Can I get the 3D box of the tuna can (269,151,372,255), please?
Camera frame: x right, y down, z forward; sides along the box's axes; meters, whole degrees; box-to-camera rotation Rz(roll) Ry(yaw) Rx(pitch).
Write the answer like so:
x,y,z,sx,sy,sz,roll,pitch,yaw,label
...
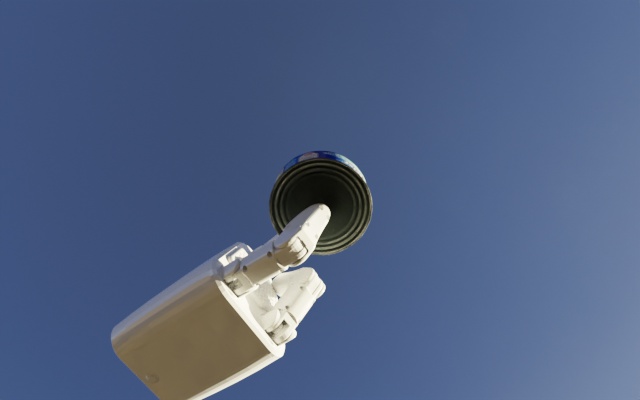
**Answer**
x,y,z,sx,sy,sz,roll,pitch,yaw,label
0.000,0.001,0.410,0.086,0.086,0.033,0,19,0,tuna can
